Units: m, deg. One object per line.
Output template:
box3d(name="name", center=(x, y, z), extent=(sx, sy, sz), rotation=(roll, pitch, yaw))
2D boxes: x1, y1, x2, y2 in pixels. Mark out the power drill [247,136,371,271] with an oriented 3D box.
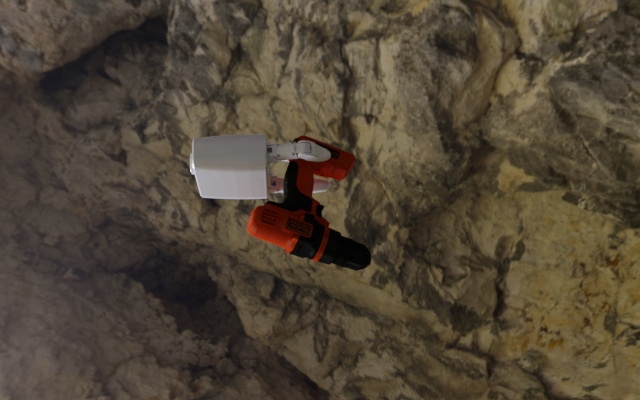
box3d(name="power drill", center=(0.000, 0.002, 0.714), extent=(0.184, 0.187, 0.057), rotation=(21, -37, -11))
